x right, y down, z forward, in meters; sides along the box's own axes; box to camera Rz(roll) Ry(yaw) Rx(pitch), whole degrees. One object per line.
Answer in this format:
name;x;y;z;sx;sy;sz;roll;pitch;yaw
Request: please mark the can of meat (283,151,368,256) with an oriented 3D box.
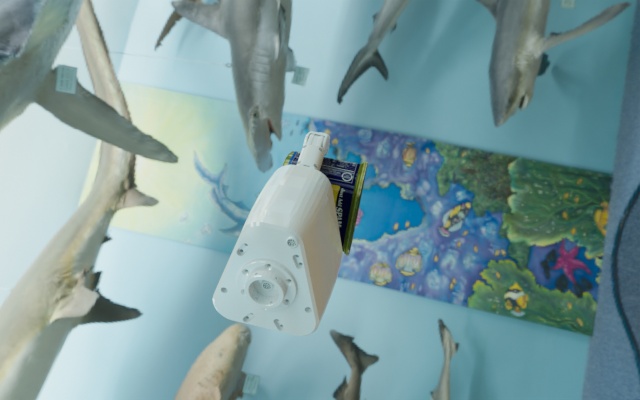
can of meat;0.000;0.002;0.515;0.084;0.102;0.057;12;32;6
